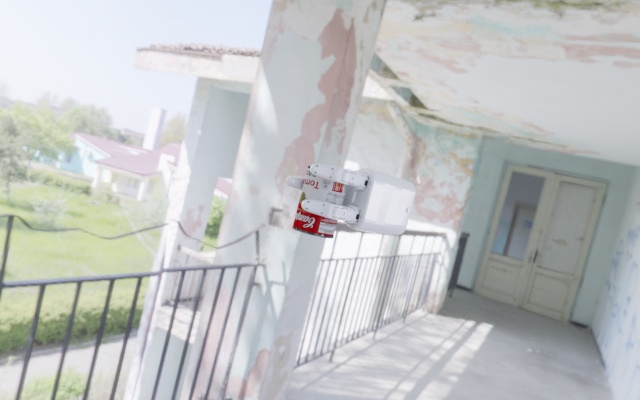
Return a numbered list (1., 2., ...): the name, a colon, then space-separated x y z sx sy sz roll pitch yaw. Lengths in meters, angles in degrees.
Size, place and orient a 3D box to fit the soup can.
1. soup can: 0.000 0.002 0.751 0.068 0.102 0.068 14 3 -1
